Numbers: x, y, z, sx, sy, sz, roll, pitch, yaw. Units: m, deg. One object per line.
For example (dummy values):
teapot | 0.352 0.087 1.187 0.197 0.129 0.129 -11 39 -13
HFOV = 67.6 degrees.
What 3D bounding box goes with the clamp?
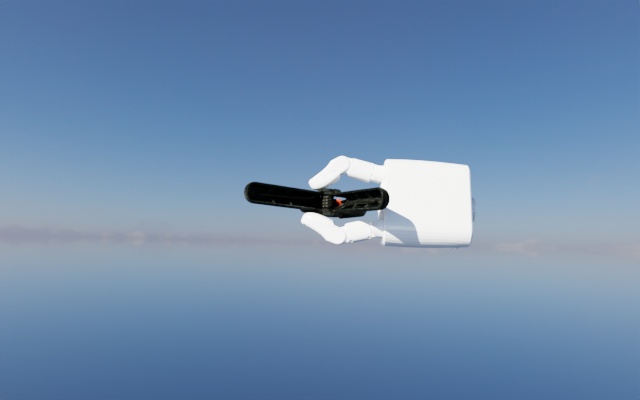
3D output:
clamp | 0.000 0.001 0.616 0.164 0.036 0.210 5 -5 5
